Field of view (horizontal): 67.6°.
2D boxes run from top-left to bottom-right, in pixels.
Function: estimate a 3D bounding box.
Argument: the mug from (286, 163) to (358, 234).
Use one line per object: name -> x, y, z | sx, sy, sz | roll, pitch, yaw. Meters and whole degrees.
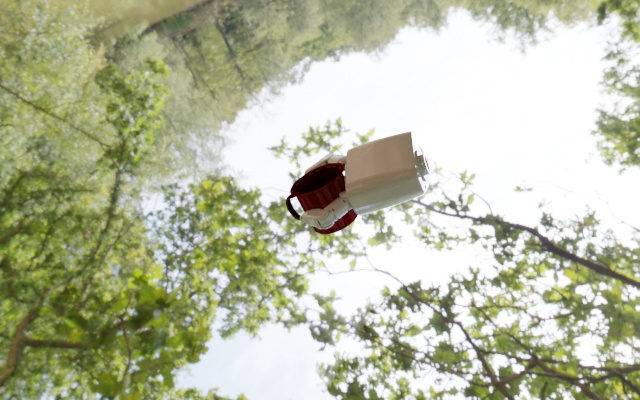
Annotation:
mug -> -0.001, 0.003, 0.757 | 0.117, 0.081, 0.093 | -17, 25, 23
